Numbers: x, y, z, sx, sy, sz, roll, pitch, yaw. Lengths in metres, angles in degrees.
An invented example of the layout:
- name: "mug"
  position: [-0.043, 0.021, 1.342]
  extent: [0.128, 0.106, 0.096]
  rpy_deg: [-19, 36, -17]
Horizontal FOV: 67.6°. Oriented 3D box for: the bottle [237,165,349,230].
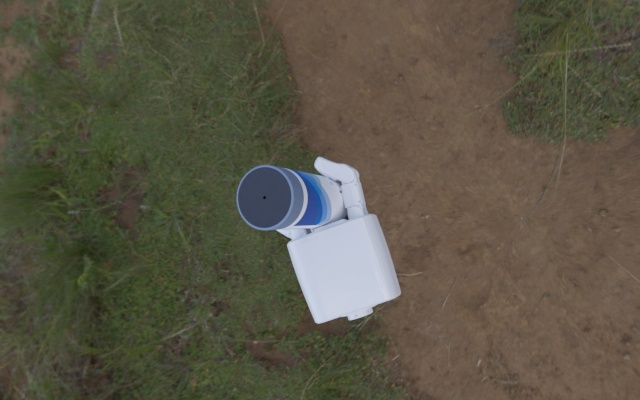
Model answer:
- name: "bottle"
  position: [0.000, 0.002, 0.617]
  extent: [0.069, 0.069, 0.296]
  rpy_deg: [0, -2, 23]
